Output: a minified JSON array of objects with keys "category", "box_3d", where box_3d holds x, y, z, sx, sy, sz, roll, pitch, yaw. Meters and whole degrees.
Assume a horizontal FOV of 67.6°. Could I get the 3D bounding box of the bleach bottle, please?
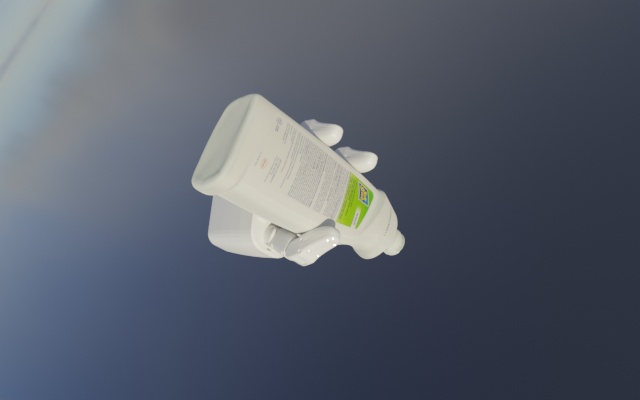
[{"category":"bleach bottle","box_3d":[0.000,0.001,0.491,0.251,0.102,0.068,34,-23,-35]}]
